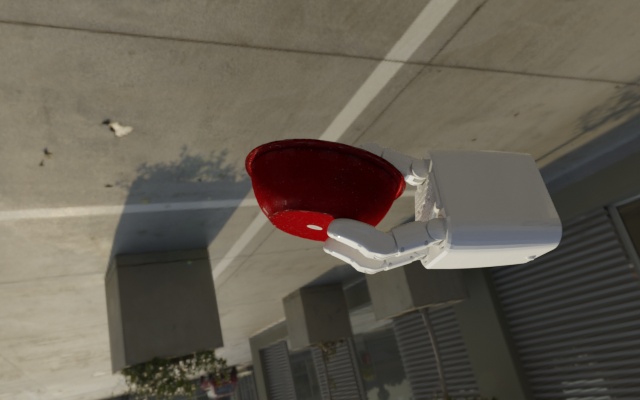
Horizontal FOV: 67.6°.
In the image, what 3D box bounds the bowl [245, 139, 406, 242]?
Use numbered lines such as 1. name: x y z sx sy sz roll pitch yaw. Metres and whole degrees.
1. bowl: -0.001 0.002 0.470 0.162 0.055 0.162 8 -20 3
